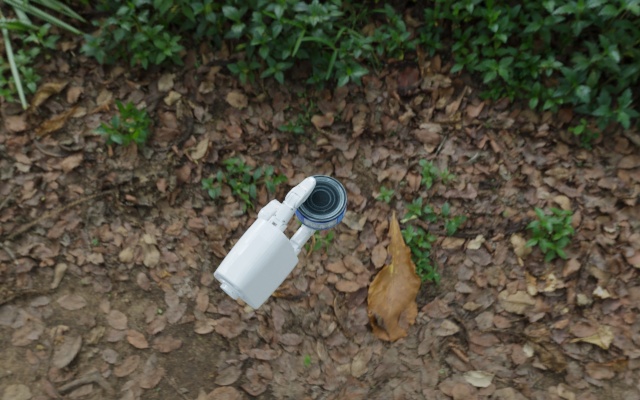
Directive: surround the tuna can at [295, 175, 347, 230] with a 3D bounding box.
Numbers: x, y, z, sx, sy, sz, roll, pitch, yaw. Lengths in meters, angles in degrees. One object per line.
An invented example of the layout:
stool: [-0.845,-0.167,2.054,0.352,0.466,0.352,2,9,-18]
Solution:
tuna can: [0.000,0.002,0.768,0.086,0.086,0.034,0,-27,-2]
